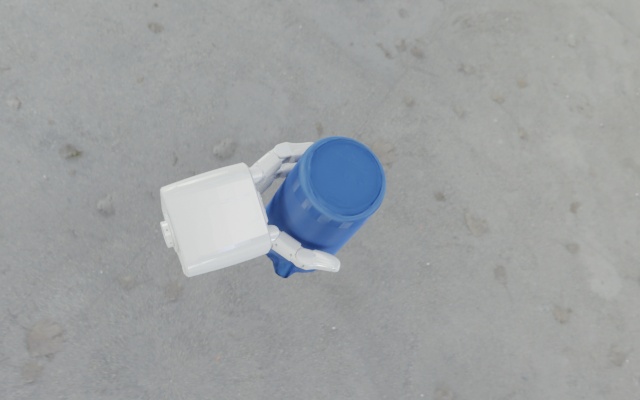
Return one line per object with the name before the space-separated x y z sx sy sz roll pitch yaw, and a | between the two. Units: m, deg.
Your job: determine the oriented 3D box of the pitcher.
pitcher | 0.000 0.002 0.657 0.145 0.149 0.243 -15 -15 -21
